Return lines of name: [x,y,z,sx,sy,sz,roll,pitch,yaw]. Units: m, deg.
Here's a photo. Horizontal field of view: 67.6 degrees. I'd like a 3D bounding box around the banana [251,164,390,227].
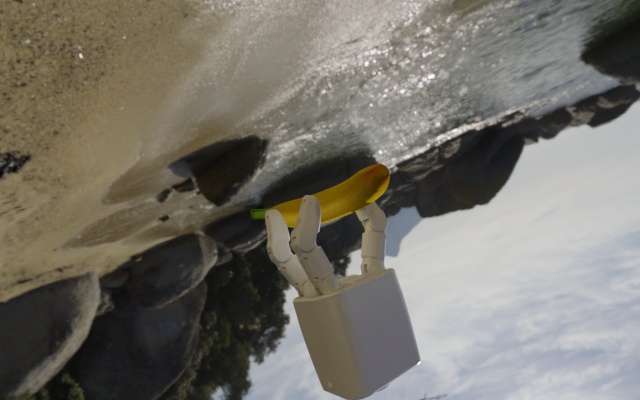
banana: [0.010,0.001,0.526,0.198,0.037,0.069,-21,-10,40]
